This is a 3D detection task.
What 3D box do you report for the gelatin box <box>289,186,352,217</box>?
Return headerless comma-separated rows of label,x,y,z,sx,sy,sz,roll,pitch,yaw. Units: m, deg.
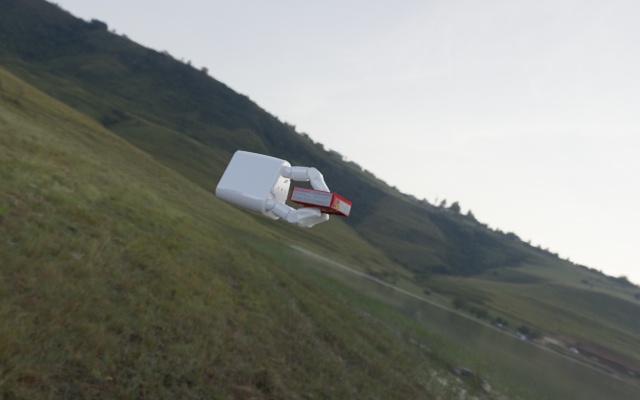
gelatin box,0.001,0.002,0.855,0.089,0.030,0.073,9,-10,31
